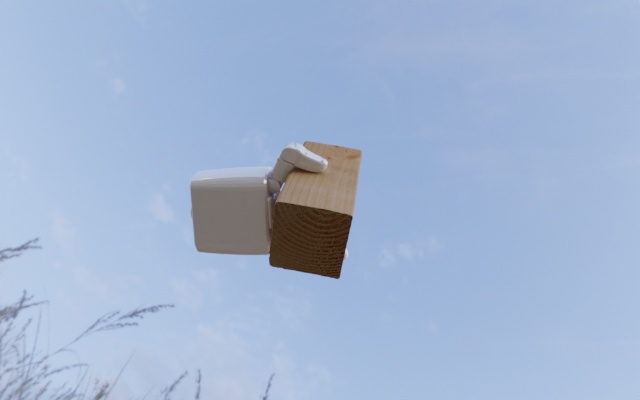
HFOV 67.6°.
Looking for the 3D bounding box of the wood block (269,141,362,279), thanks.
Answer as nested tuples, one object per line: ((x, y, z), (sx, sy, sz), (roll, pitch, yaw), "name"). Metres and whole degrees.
((0.000, 0.002, 0.637), (0.090, 0.091, 0.206), (10, 28, 3), "wood block")
